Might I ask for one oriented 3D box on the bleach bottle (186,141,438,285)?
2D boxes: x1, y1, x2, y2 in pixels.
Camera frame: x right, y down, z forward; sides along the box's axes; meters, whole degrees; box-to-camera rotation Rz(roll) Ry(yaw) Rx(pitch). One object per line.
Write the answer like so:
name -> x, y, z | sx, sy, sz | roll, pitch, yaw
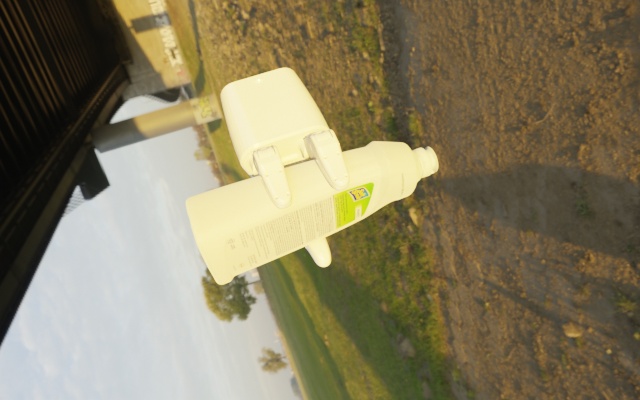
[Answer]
bleach bottle -> 0.000, 0.002, 0.488 | 0.251, 0.068, 0.103 | -19, -33, -9
